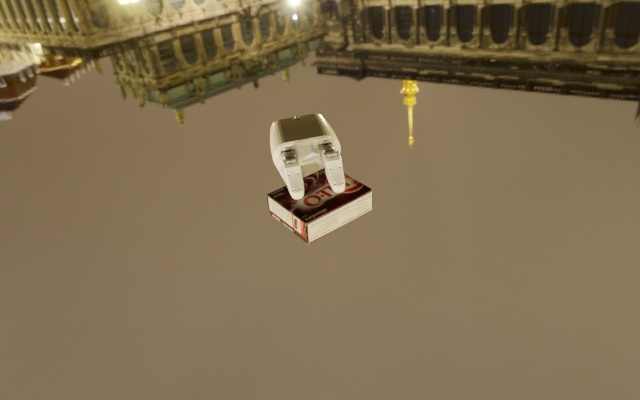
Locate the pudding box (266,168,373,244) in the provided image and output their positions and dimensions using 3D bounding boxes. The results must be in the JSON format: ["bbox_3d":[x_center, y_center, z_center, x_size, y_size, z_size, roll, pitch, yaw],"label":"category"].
[{"bbox_3d":[0.000,0.002,0.634,0.113,0.039,0.090,-28,40,-27],"label":"pudding box"}]
